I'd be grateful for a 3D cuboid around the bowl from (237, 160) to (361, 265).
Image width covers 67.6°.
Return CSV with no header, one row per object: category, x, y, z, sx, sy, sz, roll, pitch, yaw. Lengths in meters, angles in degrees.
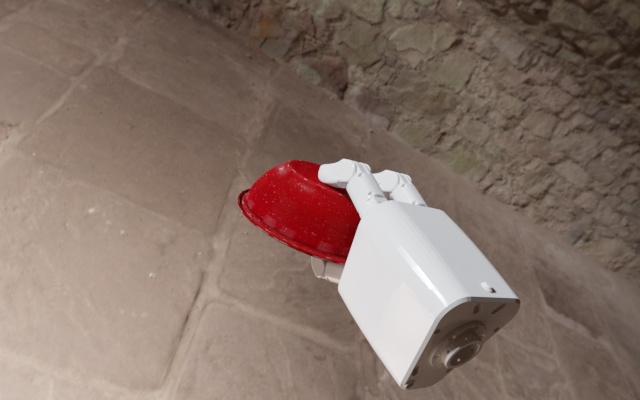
bowl,-0.001,0.001,0.492,0.162,0.055,0.162,21,16,-6
